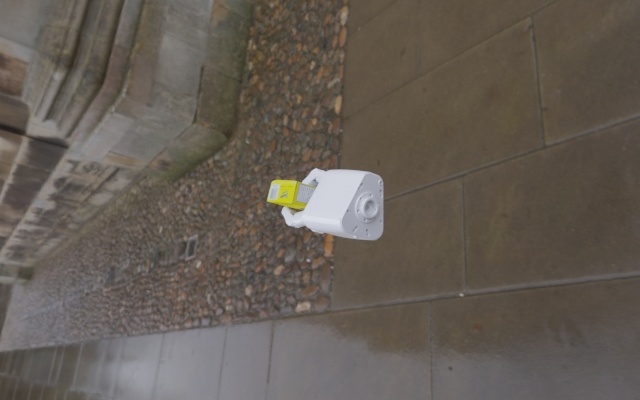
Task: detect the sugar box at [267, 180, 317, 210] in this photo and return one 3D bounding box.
[{"bbox_3d":[0.000,0.003,0.890,0.176,0.048,0.093,17,-7,-33],"label":"sugar box"}]
